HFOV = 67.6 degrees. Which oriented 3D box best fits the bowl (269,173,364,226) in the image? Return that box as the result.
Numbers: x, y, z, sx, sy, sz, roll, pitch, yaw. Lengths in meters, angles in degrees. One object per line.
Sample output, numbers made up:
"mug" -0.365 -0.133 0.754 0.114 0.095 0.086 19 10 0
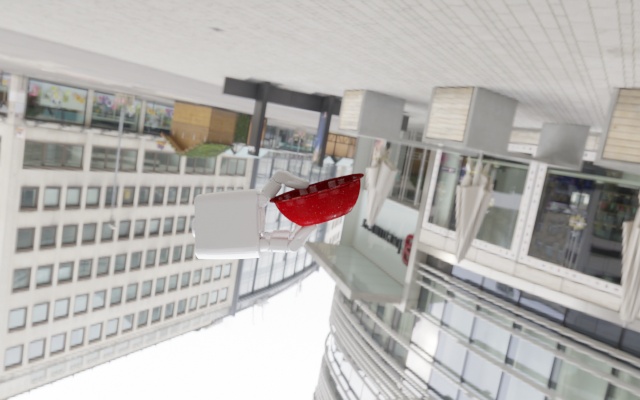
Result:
"bowl" 0.001 0.003 0.785 0.162 0.055 0.162 -16 7 2
